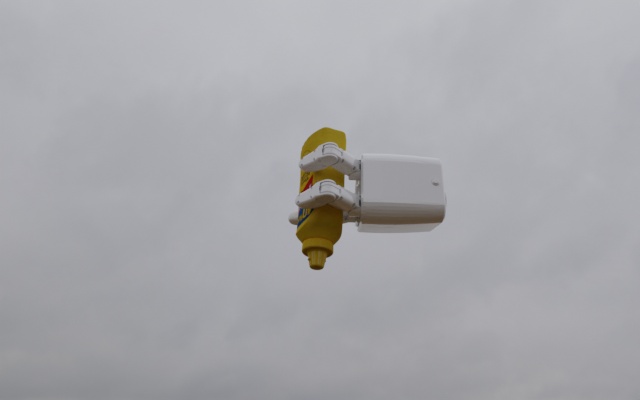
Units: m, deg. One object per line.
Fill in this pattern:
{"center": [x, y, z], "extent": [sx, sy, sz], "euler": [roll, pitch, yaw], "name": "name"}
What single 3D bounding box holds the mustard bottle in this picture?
{"center": [0.000, 0.002, 0.649], "extent": [0.058, 0.191, 0.096], "euler": [14, -31, -20], "name": "mustard bottle"}
